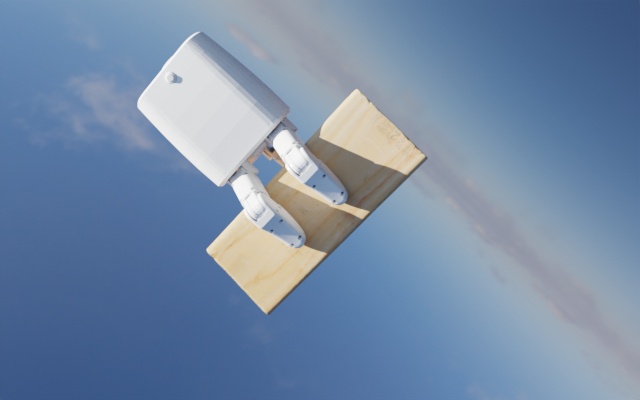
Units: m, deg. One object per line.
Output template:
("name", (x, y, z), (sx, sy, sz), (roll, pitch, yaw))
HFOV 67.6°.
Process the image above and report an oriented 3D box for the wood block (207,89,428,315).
("wood block", (0.000, 0.001, 0.472), (0.206, 0.090, 0.091), (-46, -4, 12))
